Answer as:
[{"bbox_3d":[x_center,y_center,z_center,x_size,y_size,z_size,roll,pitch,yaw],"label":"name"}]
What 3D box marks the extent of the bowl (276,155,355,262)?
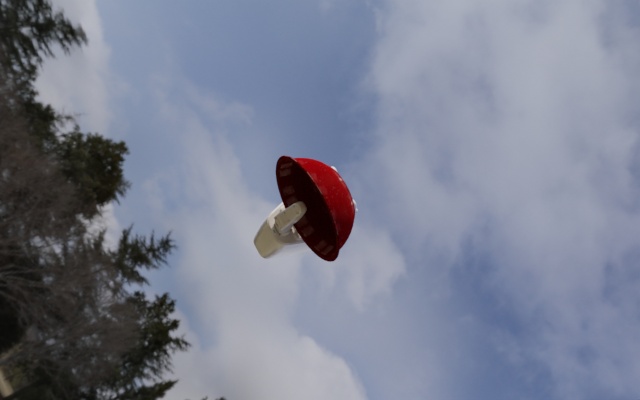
[{"bbox_3d":[0.001,0.002,0.669,0.055,0.162,0.162,-27,10,-21],"label":"bowl"}]
